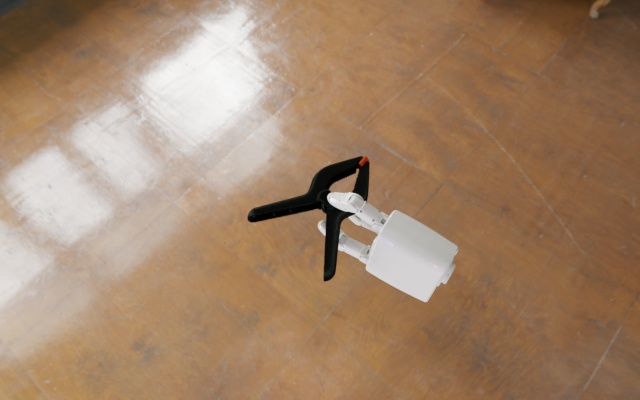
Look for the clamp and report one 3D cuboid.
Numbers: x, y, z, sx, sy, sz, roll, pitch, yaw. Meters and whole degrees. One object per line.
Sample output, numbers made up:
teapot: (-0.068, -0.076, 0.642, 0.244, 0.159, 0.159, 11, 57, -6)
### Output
clamp: (0.001, 0.002, 0.748, 0.164, 0.210, 0.036, 30, -23, 14)
